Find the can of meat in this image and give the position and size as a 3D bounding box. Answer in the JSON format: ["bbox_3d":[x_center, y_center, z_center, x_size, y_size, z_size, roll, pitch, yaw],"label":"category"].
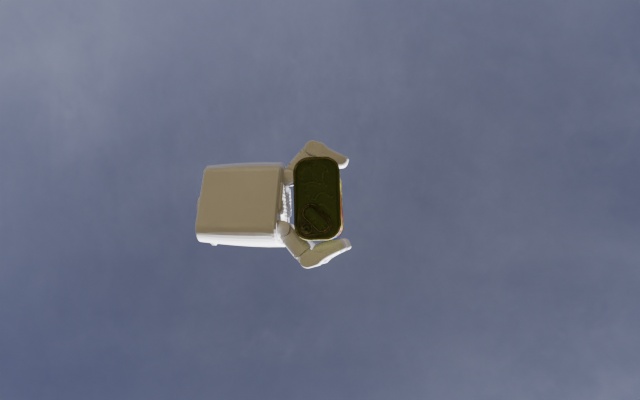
[{"bbox_3d":[0.000,0.002,0.616,0.057,0.102,0.084,-2,-7,6],"label":"can of meat"}]
